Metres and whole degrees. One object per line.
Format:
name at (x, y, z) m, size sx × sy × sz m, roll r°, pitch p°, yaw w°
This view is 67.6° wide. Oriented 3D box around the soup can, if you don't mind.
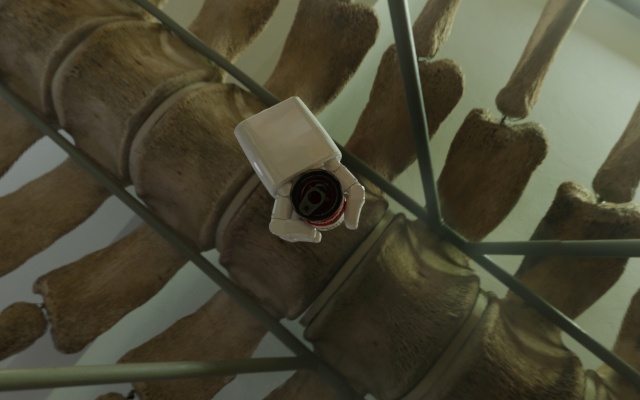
soup can at (0.001, 0.002, 0.644) m, size 0.068 × 0.068 × 0.102 m, roll 0°, pitch -11°, yaw 6°
